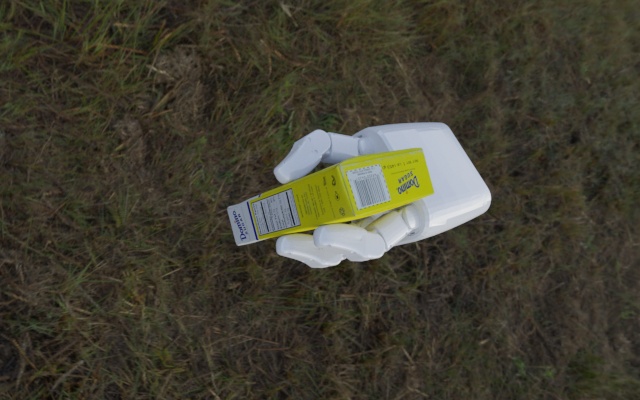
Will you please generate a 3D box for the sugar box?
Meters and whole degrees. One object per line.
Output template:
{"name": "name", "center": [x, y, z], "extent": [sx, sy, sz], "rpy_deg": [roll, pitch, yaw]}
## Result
{"name": "sugar box", "center": [0.000, 0.002, 0.420], "extent": [0.093, 0.048, 0.176], "rpy_deg": [-13, -5, -38]}
